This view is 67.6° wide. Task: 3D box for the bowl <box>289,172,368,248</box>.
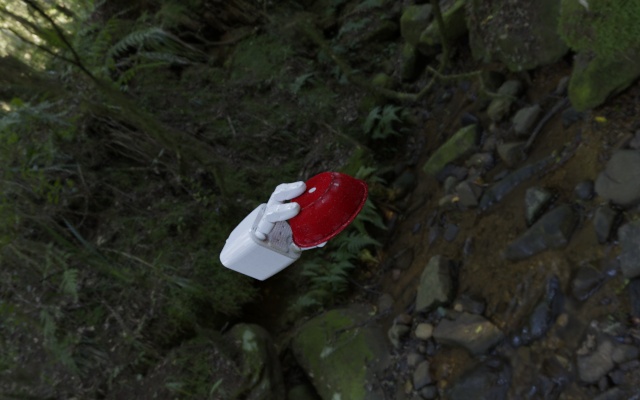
[{"bbox_3d":[0.001,0.002,0.810,0.055,0.162,0.162,50,-26,-24],"label":"bowl"}]
